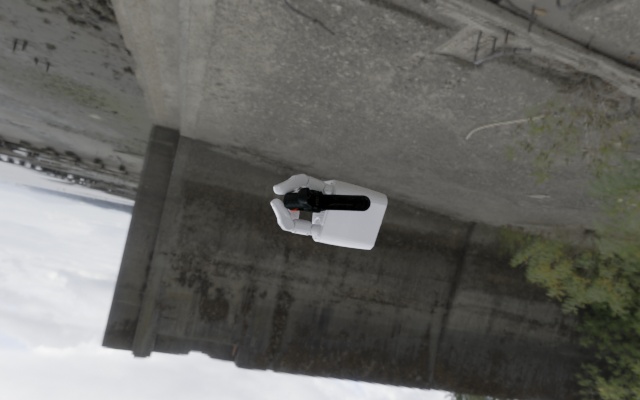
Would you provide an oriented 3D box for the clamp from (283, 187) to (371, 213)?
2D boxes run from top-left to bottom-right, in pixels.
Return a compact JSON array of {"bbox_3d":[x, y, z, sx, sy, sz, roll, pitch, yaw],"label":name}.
[{"bbox_3d":[0.000,0.003,0.772,0.120,0.039,0.171,13,-5,-19],"label":"clamp"}]
